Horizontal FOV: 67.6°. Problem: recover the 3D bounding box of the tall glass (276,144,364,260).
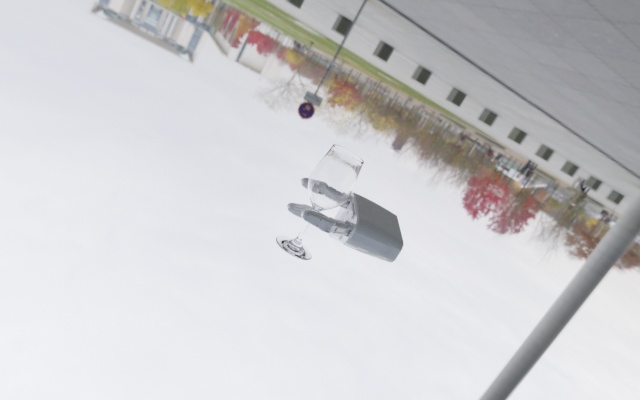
[{"bbox_3d":[0.000,0.003,0.840,0.079,0.201,0.079,28,15,-8],"label":"tall glass"}]
